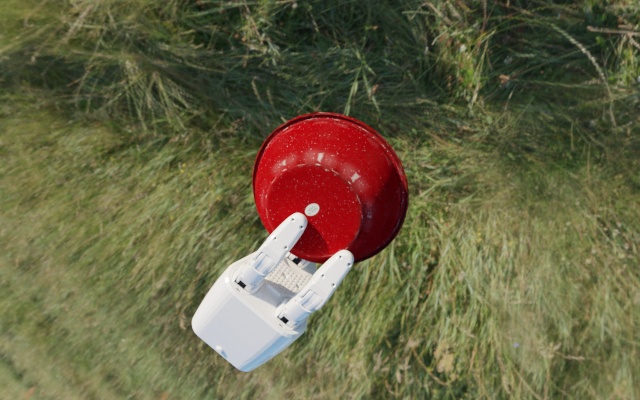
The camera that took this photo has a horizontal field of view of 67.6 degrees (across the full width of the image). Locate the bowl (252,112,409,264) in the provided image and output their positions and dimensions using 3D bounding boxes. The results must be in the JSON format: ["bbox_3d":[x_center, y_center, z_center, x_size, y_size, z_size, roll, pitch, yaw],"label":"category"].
[{"bbox_3d":[0.000,0.001,0.453,0.162,0.162,0.055,0,21,17],"label":"bowl"}]
